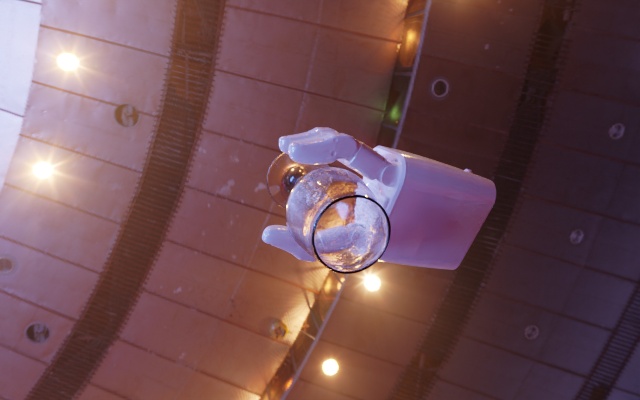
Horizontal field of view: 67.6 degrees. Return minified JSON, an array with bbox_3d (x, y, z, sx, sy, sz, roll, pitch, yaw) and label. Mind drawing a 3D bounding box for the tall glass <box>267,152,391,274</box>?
[{"bbox_3d":[0.000,0.001,0.447,0.079,0.079,0.201,0,14,-14],"label":"tall glass"}]
